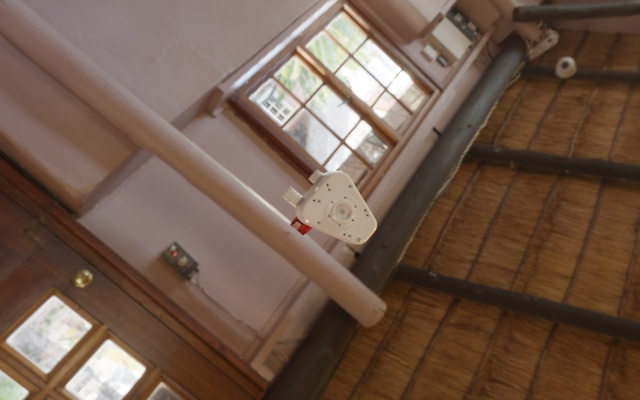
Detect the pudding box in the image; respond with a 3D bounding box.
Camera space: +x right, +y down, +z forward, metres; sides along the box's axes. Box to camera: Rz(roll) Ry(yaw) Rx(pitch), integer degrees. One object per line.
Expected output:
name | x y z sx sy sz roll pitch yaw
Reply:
pudding box | 0.000 0.003 0.877 0.113 0.039 0.090 -51 6 -32
